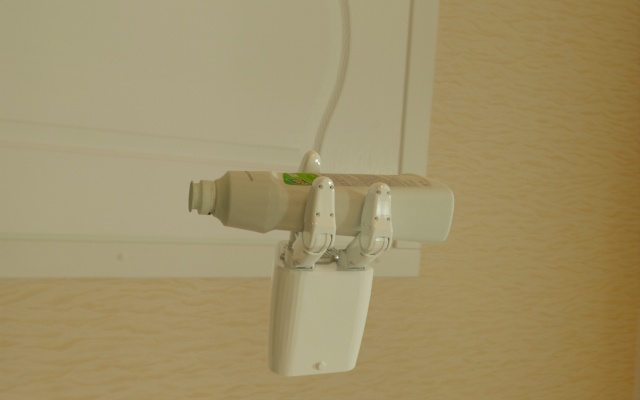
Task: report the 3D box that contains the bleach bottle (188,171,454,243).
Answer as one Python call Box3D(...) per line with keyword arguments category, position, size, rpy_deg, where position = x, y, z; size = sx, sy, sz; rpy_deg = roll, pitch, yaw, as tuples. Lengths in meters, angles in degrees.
Box3D(category="bleach bottle", position=(0.000, 0.002, 0.468), size=(0.251, 0.068, 0.102), rpy_deg=(3, 10, -22))
